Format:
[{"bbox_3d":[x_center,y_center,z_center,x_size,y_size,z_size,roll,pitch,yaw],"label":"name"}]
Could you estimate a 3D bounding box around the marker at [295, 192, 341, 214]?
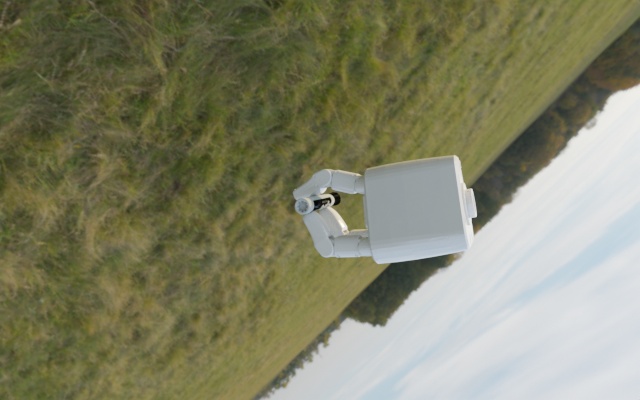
[{"bbox_3d":[0.000,0.002,0.603,0.020,0.020,0.121,0,4,21],"label":"marker"}]
